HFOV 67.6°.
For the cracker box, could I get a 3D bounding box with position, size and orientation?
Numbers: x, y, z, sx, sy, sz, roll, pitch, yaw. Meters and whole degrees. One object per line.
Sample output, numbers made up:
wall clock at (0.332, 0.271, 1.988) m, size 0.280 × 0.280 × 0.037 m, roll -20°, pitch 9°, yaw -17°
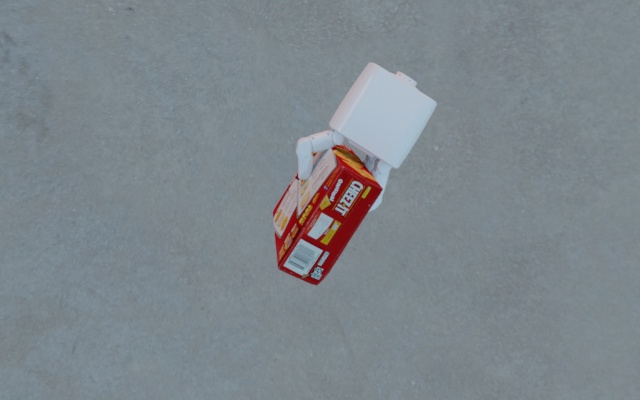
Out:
cracker box at (0.000, 0.002, 0.710) m, size 0.072 × 0.164 × 0.213 m, roll 28°, pitch 14°, yaw -16°
